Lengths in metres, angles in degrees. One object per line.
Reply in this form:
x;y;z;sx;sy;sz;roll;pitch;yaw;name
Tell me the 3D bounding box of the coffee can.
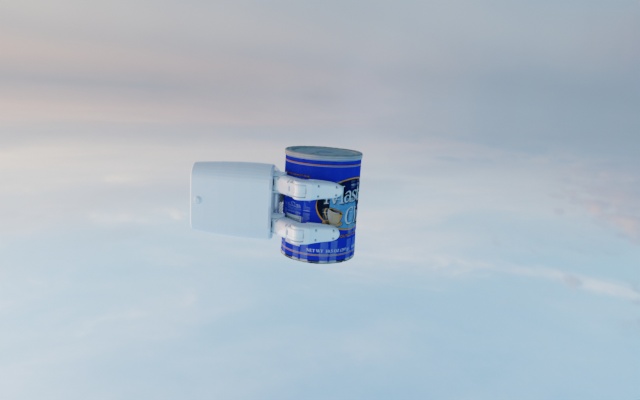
0.000;0.002;0.642;0.103;0.140;0.102;4;12;-1;coffee can
